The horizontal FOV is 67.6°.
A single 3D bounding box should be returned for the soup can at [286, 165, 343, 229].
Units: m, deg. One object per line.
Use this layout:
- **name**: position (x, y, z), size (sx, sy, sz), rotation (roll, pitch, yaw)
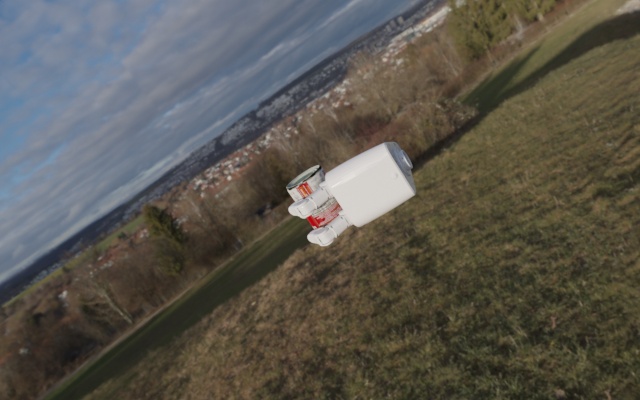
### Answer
- **soup can**: position (0.000, 0.002, 0.770), size (0.068, 0.102, 0.068), rotation (-32, 13, 9)
